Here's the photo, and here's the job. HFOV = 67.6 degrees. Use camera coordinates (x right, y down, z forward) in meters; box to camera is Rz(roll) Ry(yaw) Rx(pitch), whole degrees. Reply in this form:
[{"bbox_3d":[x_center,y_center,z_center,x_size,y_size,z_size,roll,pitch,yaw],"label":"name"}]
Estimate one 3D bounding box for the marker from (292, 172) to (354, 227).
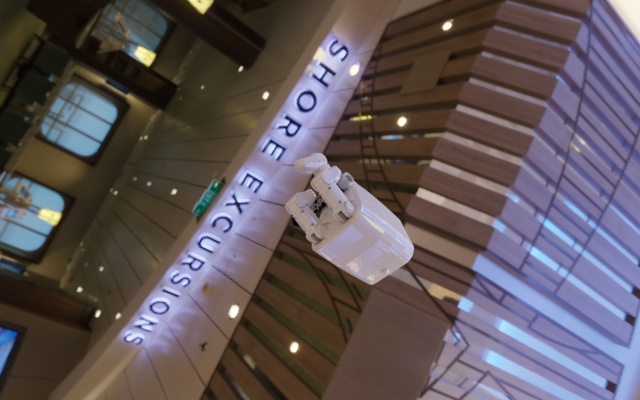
[{"bbox_3d":[0.000,0.002,0.677,0.020,0.020,0.121,0,-33,-50],"label":"marker"}]
